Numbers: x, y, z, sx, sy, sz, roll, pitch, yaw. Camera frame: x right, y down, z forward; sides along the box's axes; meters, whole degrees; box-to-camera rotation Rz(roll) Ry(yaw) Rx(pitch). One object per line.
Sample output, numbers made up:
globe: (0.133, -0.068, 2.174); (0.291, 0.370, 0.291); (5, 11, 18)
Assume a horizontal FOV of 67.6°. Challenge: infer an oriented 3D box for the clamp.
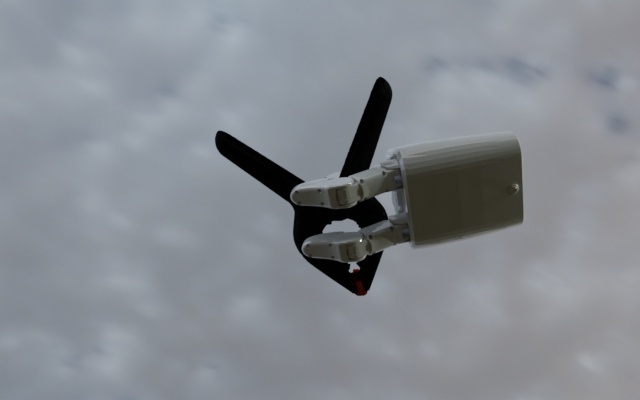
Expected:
clamp: (0.000, 0.002, 0.460); (0.164, 0.210, 0.036); (-11, 22, 4)
